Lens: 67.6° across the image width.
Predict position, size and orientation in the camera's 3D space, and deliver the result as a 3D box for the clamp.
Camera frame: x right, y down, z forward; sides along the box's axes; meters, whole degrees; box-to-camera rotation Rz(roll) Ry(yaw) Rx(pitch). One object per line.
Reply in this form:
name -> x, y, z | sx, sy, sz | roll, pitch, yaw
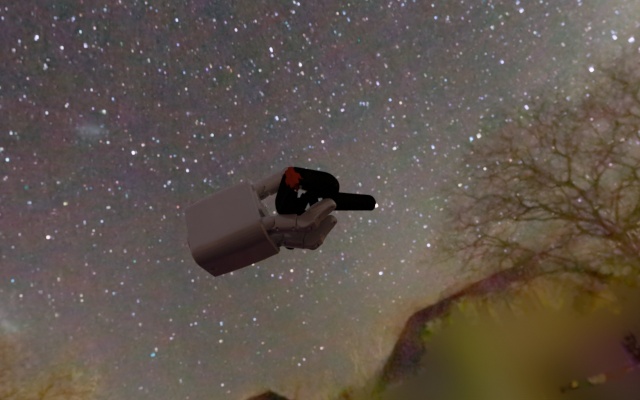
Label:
clamp -> -0.001, 0.001, 0.695 | 0.164, 0.036, 0.210 | -25, -26, -1
